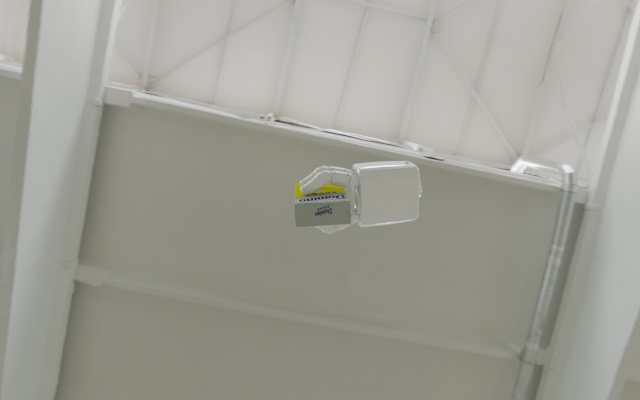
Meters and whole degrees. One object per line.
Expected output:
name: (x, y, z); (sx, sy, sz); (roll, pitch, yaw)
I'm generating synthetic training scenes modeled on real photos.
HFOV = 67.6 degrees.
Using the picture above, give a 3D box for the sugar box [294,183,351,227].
sugar box: (0.000, 0.002, 0.855); (0.093, 0.048, 0.176); (-3, 10, -3)
